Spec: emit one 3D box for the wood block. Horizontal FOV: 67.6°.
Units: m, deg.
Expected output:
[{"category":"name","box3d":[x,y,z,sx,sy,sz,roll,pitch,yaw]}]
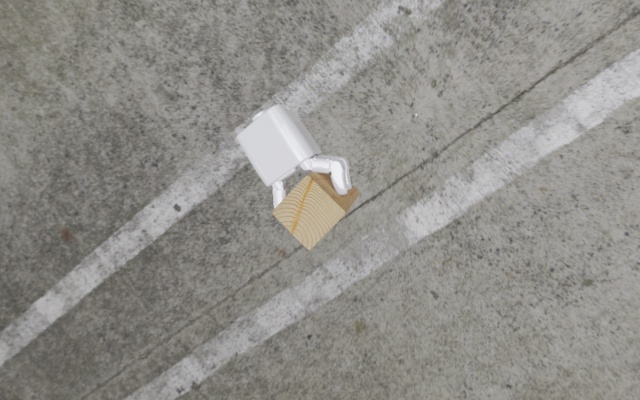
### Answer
[{"category":"wood block","box3d":[0.000,0.003,0.858,0.091,0.090,0.206,-45,-1,15]}]
